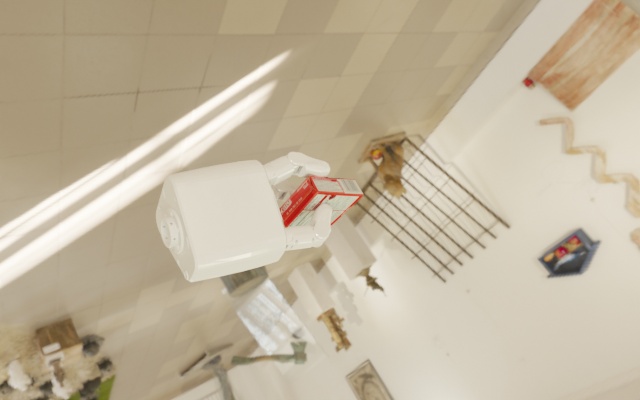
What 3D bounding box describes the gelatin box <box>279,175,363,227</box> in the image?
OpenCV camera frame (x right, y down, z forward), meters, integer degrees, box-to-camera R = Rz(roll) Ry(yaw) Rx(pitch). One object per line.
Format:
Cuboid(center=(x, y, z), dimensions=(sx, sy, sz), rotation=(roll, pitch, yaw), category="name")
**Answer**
Cuboid(center=(0.001, 0.002, 0.621), dimensions=(0.089, 0.030, 0.073), rotation=(2, -38, -44), category="gelatin box")
